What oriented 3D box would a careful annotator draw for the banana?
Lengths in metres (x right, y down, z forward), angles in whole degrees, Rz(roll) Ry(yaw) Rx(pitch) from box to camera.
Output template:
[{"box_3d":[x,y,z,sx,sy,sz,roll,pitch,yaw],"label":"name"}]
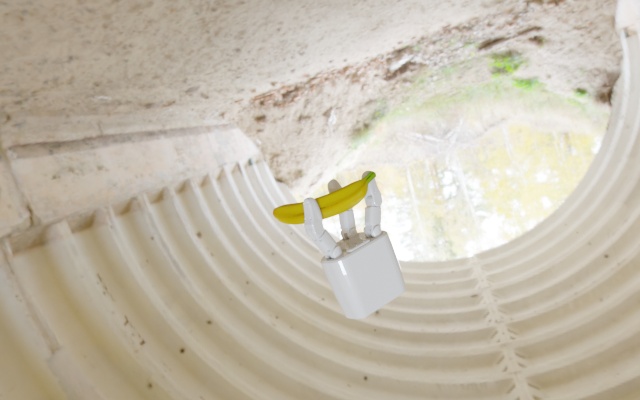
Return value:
[{"box_3d":[-0.003,0.008,0.766,0.198,0.037,0.069,-19,15,25],"label":"banana"}]
